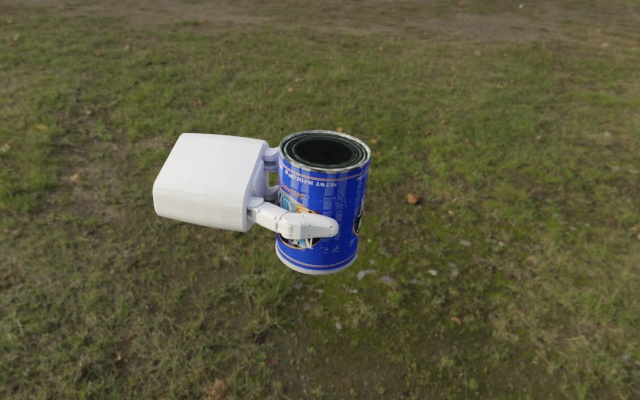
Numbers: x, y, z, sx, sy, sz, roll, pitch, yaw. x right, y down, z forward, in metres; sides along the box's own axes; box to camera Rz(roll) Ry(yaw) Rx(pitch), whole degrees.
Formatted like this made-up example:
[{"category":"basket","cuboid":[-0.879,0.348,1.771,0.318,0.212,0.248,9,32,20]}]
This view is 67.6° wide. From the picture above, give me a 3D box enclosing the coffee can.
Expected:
[{"category":"coffee can","cuboid":[0.000,0.002,0.565,0.103,0.140,0.102,4,32,-2]}]
